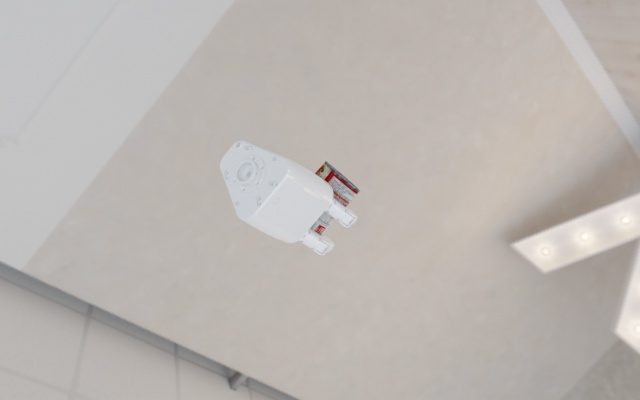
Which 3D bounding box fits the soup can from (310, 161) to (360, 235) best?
[{"bbox_3d":[0.000,0.003,0.704,0.068,0.102,0.068,40,6,-5],"label":"soup can"}]
